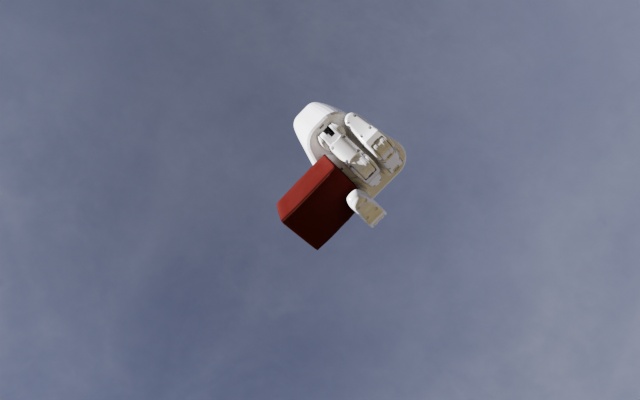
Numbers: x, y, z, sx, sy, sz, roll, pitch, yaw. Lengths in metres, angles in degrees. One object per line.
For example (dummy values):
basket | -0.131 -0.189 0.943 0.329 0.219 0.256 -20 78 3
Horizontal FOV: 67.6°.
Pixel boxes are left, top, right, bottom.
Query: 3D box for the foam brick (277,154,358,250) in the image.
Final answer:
foam brick | 0.000 0.002 0.500 0.053 0.078 0.051 43 5 -23
